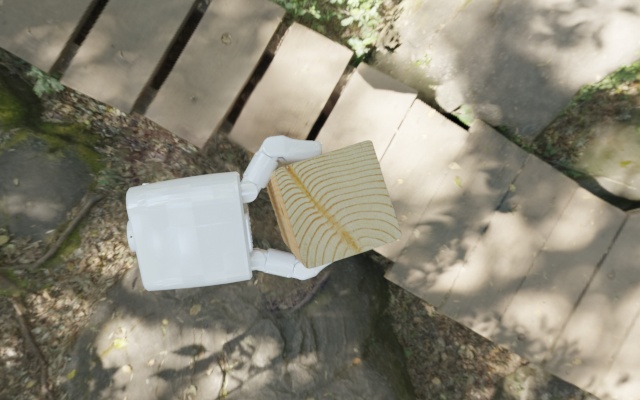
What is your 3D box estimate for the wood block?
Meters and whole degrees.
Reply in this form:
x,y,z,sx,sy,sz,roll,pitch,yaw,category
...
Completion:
x,y,z,sx,sy,sz,roll,pitch,yaw,category
0.000,0.002,0.500,0.090,0.091,0.206,-18,4,-8,wood block
